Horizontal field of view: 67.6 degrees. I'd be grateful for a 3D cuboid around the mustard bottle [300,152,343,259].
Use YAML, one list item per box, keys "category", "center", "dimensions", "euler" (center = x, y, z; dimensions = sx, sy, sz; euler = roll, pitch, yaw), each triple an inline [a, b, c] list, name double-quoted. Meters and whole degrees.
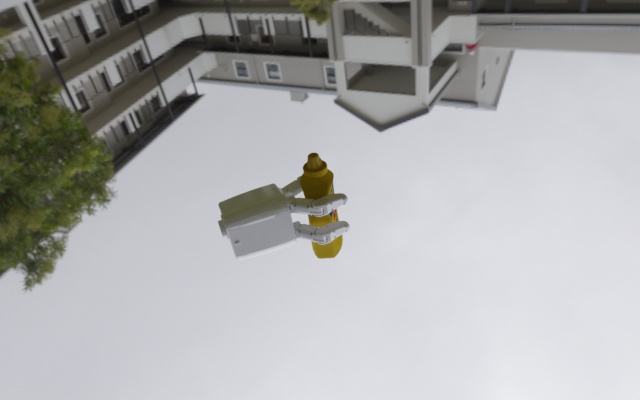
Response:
- category: "mustard bottle"
  center: [0.001, 0.003, 0.829]
  dimensions: [0.058, 0.192, 0.096]
  euler: [-3, 36, 9]
